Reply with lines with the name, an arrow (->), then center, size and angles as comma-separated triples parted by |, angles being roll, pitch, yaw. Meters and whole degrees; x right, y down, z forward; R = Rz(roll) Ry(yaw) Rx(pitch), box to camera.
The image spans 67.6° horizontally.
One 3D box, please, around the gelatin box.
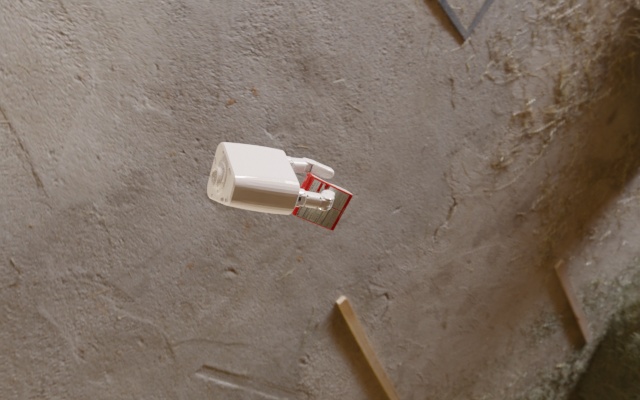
gelatin box -> 0.001, 0.003, 0.814 | 0.089, 0.073, 0.030 | 24, 9, -31
